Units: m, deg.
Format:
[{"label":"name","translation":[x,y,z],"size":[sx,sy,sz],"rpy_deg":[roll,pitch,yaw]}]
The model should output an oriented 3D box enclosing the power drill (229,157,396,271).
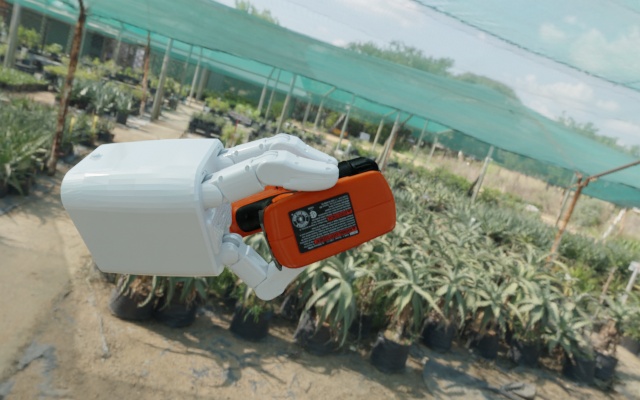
[{"label":"power drill","translation":[0.000,0.002,0.457],"size":[0.184,0.057,0.187],"rpy_deg":[-21,10,-13]}]
